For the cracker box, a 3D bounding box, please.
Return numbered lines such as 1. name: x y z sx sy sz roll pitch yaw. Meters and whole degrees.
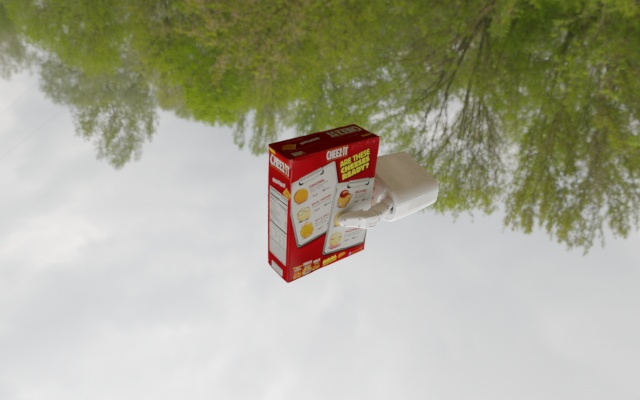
1. cracker box: 0.000 0.003 0.744 0.164 0.214 0.072 -19 37 -33
